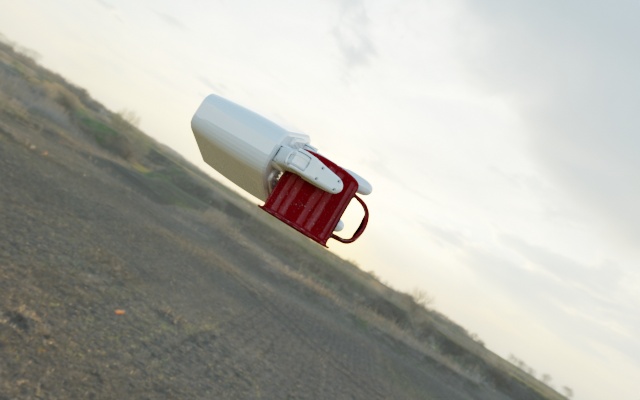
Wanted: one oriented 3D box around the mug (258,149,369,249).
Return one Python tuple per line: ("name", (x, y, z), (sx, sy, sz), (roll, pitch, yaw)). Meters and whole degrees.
("mug", (0.001, 0.002, 0.534), (0.117, 0.081, 0.093), (30, -5, 11))
